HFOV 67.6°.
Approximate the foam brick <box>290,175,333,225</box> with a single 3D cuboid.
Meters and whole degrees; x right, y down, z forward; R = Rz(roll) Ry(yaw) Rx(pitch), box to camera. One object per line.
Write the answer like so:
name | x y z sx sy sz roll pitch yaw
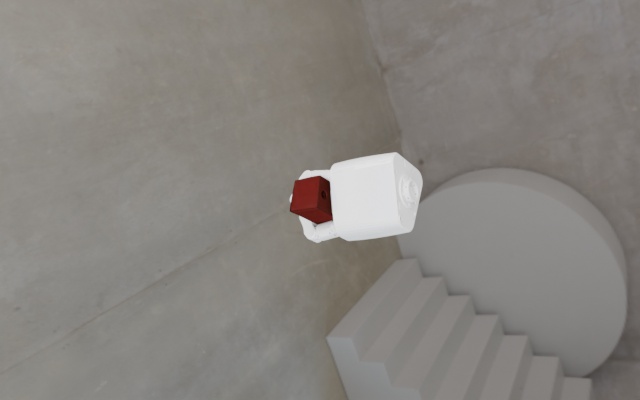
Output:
foam brick | 0.000 0.002 0.726 0.051 0.053 0.078 -9 -25 38
